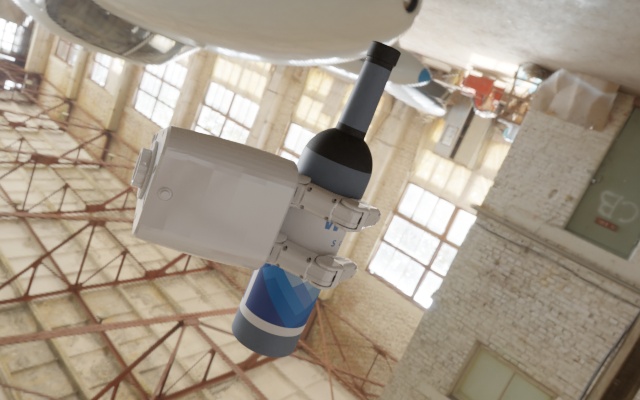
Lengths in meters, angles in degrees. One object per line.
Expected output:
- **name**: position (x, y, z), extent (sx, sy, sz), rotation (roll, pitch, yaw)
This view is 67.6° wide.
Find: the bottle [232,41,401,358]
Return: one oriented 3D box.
- **bottle**: position (0.000, 0.002, 0.438), extent (0.069, 0.296, 0.069), rotation (22, 12, -5)
